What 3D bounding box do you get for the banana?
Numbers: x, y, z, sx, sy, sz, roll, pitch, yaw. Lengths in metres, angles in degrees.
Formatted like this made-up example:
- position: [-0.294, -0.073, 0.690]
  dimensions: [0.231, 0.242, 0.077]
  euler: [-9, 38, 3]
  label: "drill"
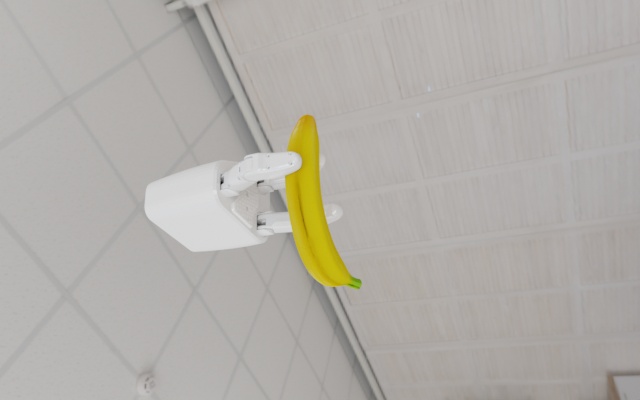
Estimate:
- position: [-0.007, 0.008, 0.497]
  dimensions: [0.037, 0.198, 0.069]
  euler: [-13, 3, 27]
  label: "banana"
